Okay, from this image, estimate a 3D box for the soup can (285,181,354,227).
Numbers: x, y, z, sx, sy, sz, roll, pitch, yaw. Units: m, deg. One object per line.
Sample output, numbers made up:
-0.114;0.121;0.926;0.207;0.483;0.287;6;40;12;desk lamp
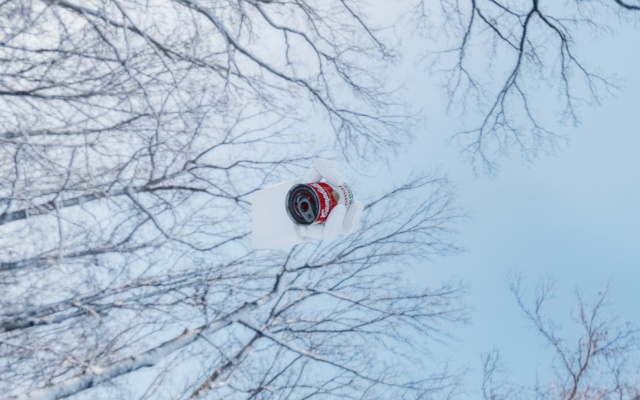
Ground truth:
0.001;0.002;0.780;0.068;0.068;0.102;0;5;35;soup can
